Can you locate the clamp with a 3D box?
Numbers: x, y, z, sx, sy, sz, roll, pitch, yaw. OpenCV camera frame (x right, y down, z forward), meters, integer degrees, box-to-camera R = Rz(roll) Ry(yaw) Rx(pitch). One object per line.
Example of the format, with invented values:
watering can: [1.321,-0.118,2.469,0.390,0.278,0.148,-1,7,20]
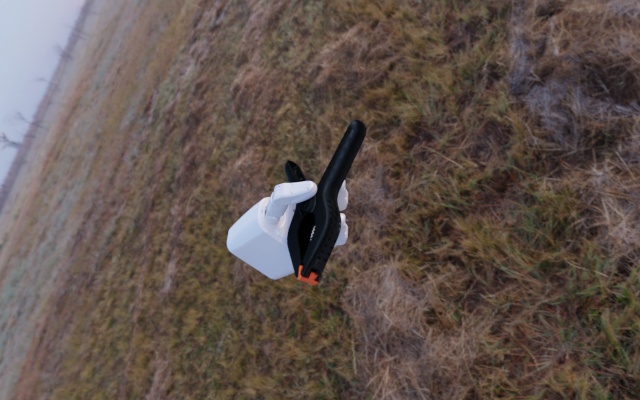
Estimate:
clamp: [-0.001,0.002,0.620,0.036,0.209,0.164,23,-37,-31]
